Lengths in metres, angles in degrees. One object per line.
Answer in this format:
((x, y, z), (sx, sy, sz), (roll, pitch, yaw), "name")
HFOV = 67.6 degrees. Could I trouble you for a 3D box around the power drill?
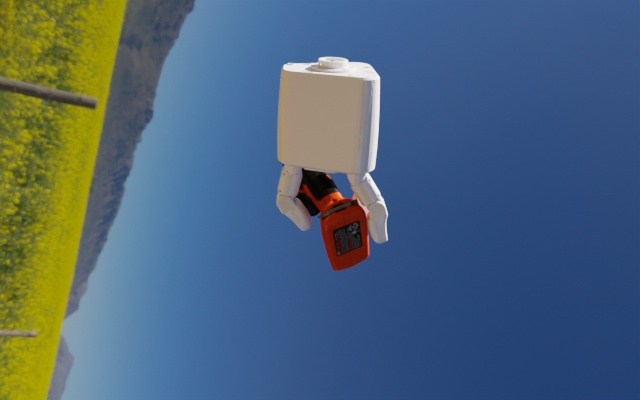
((0.000, 0.002, 0.648), (0.057, 0.185, 0.187), (-24, 49, -9), "power drill")
